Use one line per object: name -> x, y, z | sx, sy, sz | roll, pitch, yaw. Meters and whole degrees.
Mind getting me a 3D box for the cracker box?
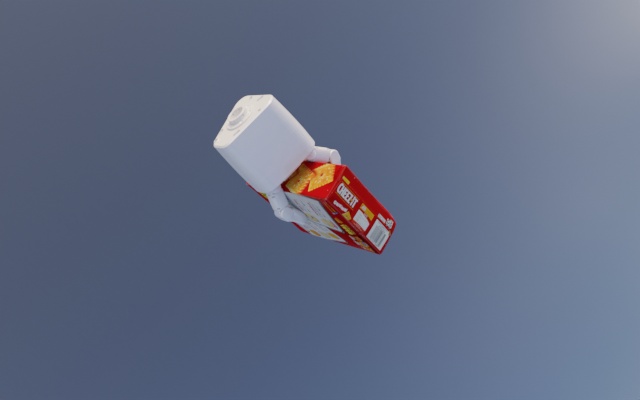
cracker box -> 0.000, 0.003, 0.811 | 0.213, 0.072, 0.164 | 12, -25, 49
